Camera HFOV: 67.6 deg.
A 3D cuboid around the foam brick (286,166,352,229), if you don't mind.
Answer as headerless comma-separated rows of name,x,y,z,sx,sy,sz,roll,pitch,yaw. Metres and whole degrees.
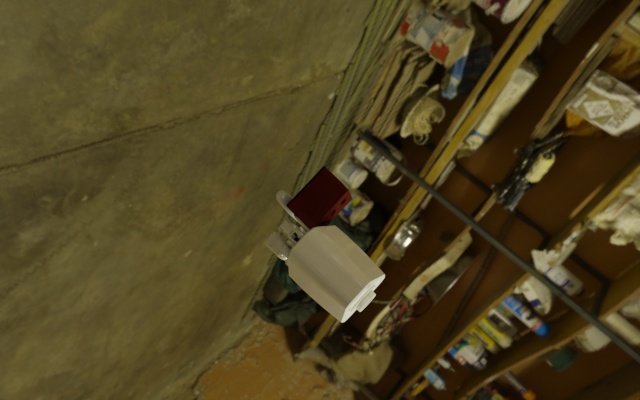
foam brick,0.000,0.002,0.677,0.051,0.078,0.053,42,-4,18
